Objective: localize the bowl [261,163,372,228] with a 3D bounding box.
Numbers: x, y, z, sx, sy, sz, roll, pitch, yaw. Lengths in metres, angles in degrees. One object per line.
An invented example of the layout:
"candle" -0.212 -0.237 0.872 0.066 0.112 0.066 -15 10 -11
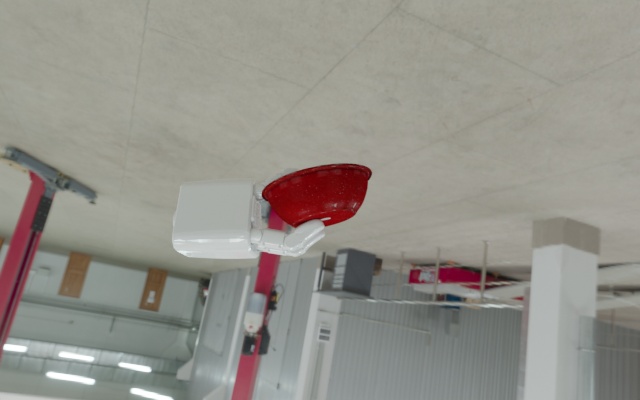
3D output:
"bowl" 0.001 0.002 0.677 0.162 0.055 0.162 -11 -15 -3
